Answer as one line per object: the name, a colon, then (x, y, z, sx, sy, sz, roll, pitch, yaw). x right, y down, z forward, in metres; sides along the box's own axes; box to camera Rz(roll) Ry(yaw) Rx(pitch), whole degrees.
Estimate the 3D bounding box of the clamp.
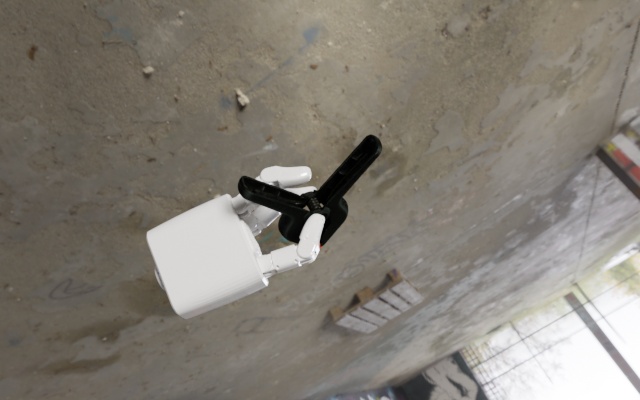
clamp: (0.000, 0.003, 0.592, 0.164, 0.036, 0.210, -21, -28, -4)
